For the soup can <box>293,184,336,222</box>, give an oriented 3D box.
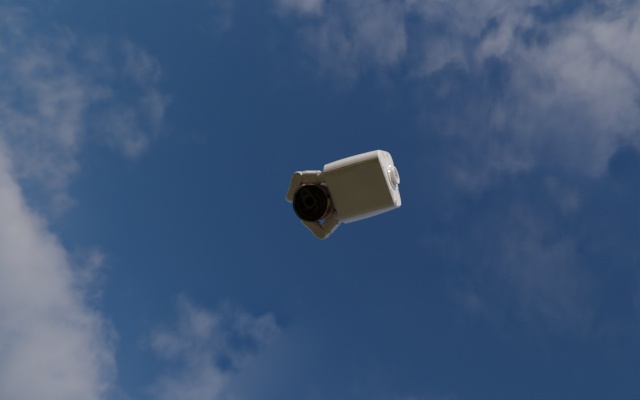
[{"bbox_3d":[0.000,0.003,0.893,0.068,0.068,0.102,0,2,22],"label":"soup can"}]
